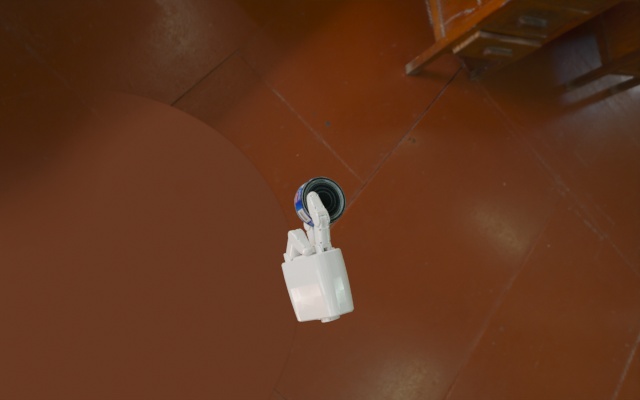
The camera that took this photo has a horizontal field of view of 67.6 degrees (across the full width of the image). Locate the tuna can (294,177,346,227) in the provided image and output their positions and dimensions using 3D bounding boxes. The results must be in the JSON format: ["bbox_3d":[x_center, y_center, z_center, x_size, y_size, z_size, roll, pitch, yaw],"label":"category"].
[{"bbox_3d":[0.000,0.003,0.830,0.086,0.086,0.034,0,-15,-23],"label":"tuna can"}]
